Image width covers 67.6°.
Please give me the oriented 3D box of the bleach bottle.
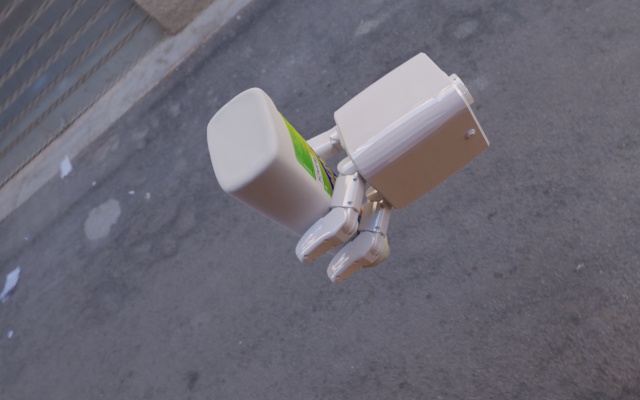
[{"bbox_3d":[0.000,0.002,0.478,0.068,0.102,0.251,-34,-40,15],"label":"bleach bottle"}]
